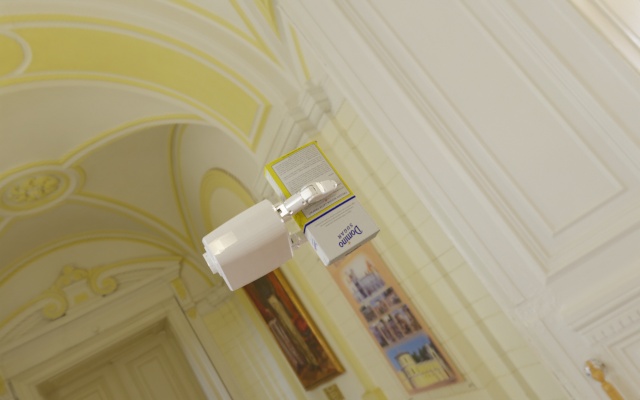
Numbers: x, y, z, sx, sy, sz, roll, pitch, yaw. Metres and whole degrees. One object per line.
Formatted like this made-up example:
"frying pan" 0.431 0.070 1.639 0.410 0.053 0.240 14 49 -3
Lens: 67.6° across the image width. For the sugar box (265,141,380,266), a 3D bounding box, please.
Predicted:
"sugar box" 0.000 0.003 0.719 0.093 0.176 0.048 -29 -14 -17
